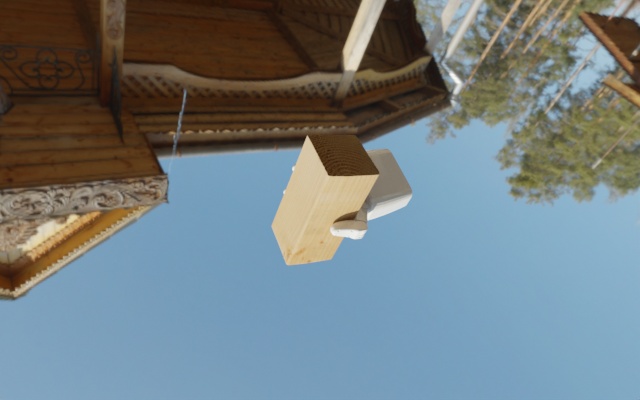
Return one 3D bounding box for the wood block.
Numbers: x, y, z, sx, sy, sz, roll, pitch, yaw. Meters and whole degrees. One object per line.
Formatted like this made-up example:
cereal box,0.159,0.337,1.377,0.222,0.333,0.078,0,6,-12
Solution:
wood block,0.001,0.003,0.764,0.090,0.090,0.206,-4,-42,-29
